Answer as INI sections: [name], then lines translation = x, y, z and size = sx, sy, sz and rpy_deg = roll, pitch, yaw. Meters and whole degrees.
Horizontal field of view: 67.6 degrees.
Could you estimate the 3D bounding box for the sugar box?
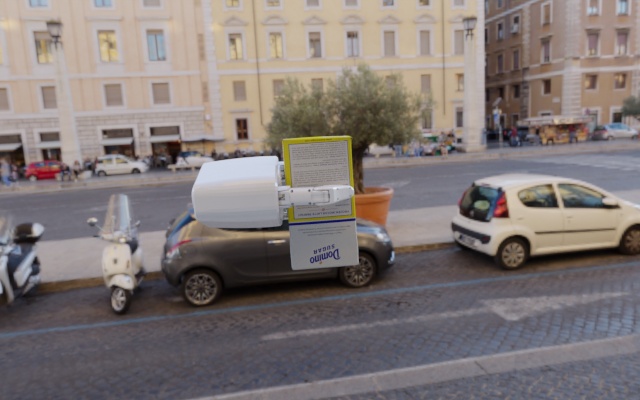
[sugar box]
translation = 0.000, 0.002, 0.652
size = 0.093, 0.176, 0.048
rpy_deg = -3, 9, -3
